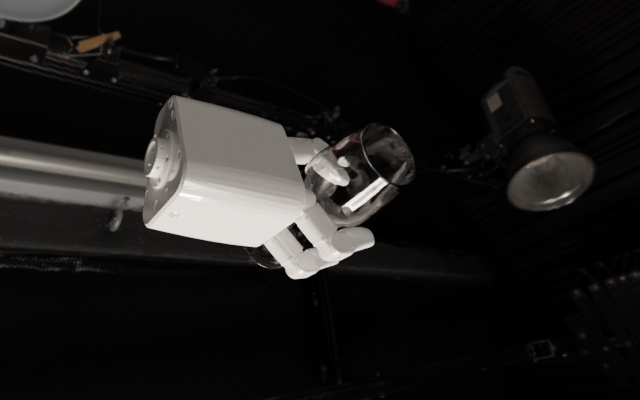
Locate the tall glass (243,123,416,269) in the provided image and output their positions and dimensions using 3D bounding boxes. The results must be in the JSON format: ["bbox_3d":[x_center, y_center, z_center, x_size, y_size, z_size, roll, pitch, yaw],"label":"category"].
[{"bbox_3d":[0.000,0.002,0.470,0.079,0.079,0.201,0,-24,-40],"label":"tall glass"}]
